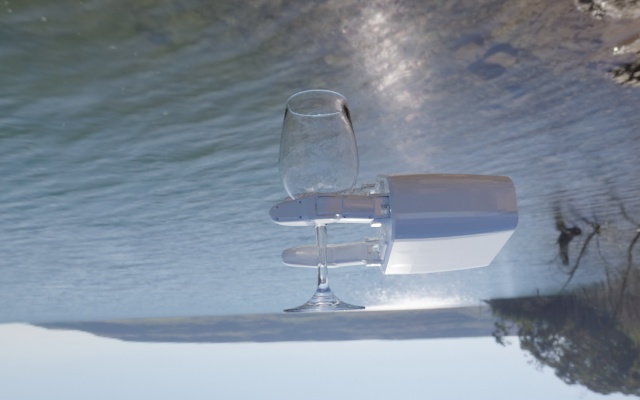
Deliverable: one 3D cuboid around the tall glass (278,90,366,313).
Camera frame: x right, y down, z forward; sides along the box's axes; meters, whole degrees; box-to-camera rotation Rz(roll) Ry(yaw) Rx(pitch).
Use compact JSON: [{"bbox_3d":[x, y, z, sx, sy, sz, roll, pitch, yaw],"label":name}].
[{"bbox_3d":[0.000,0.002,0.448,0.079,0.201,0.079,-2,-13,-1],"label":"tall glass"}]
